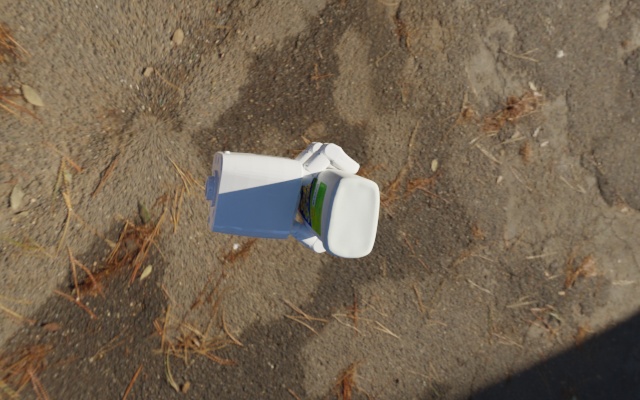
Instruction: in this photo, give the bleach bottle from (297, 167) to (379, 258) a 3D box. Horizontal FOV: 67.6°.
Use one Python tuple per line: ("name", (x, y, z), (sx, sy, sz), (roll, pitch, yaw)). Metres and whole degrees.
("bleach bottle", (0.000, 0.002, 0.685), (0.068, 0.102, 0.251), (6, 6, -20))
